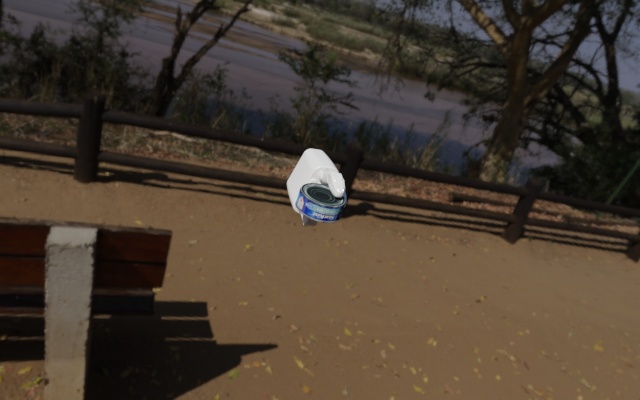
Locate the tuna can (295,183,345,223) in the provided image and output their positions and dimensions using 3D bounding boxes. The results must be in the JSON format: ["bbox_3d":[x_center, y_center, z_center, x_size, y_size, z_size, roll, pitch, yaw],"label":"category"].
[{"bbox_3d":[0.000,0.002,0.851,0.086,0.034,0.086,15,26,-8],"label":"tuna can"}]
